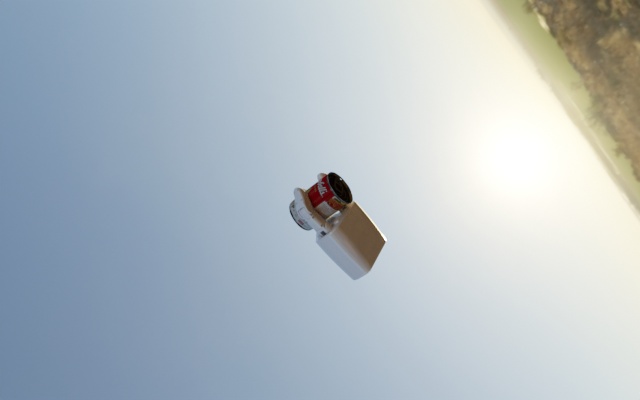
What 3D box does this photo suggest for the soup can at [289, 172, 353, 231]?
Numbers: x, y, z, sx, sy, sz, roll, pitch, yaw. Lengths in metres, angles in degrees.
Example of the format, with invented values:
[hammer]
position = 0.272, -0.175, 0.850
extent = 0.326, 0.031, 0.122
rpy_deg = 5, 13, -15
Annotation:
[soup can]
position = 0.000, 0.003, 0.885
extent = 0.102, 0.068, 0.068
rpy_deg = -36, -18, 27
